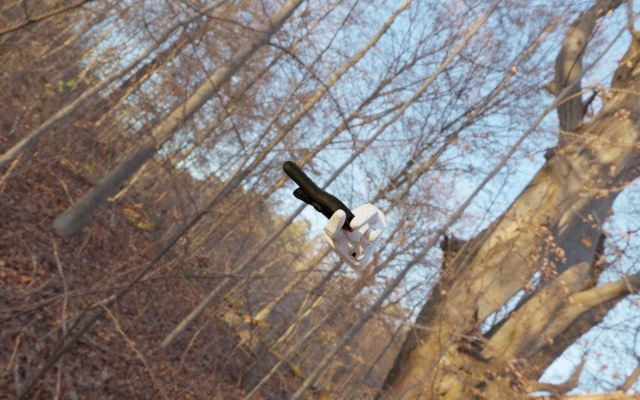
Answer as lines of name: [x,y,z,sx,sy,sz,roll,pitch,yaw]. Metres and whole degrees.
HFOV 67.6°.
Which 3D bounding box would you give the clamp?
clamp: [0.001,0.003,0.882,0.171,0.039,0.120,42,-9,14]
